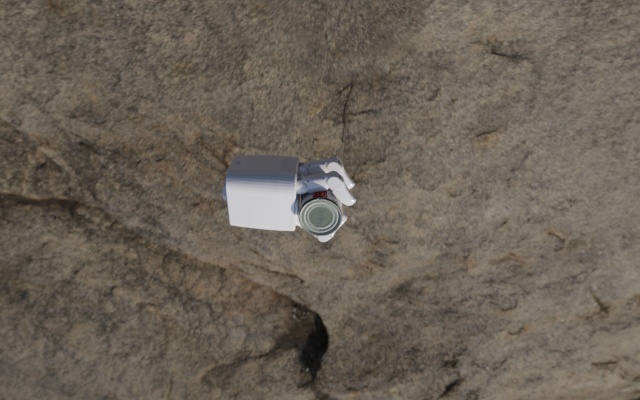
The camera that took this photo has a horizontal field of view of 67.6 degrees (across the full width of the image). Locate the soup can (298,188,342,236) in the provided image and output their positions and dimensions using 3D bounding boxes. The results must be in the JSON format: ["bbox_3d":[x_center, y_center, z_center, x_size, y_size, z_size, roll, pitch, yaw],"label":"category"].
[{"bbox_3d":[0.001,0.003,0.753,0.068,0.068,0.102,0,28,1],"label":"soup can"}]
